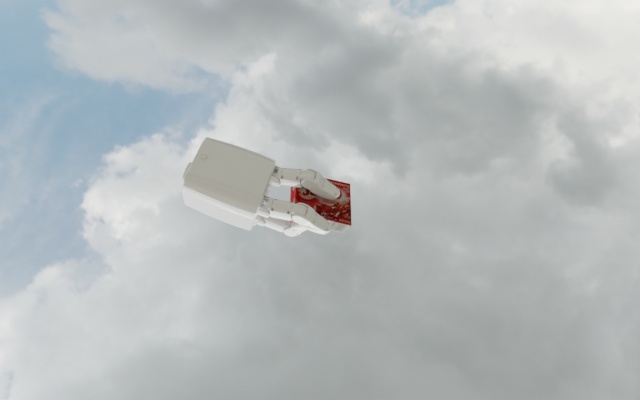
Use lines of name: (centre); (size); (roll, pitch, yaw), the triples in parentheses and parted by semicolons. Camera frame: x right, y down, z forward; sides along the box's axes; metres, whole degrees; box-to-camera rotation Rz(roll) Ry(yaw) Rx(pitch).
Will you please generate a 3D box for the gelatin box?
gelatin box: (0.000, 0.003, 0.695); (0.089, 0.073, 0.030); (13, -35, -19)
